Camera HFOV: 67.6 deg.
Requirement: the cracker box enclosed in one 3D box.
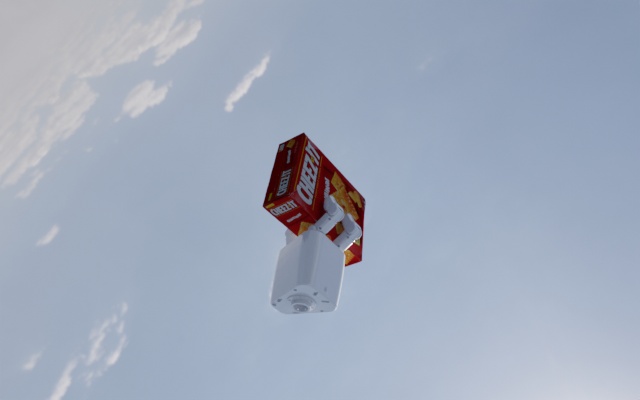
[{"bbox_3d":[0.000,0.003,0.896,0.072,0.164,0.214,-23,-51,30],"label":"cracker box"}]
